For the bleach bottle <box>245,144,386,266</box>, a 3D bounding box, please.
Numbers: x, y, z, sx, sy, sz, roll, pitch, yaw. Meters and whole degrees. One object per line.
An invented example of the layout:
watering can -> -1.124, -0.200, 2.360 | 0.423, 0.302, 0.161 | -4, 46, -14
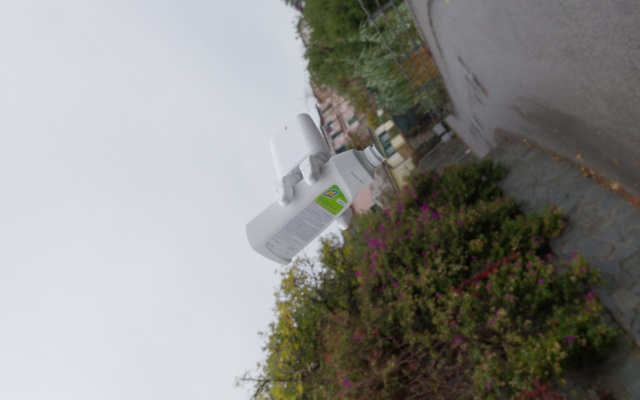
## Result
bleach bottle -> 0.000, 0.003, 0.759 | 0.251, 0.068, 0.103 | -38, -42, 19
